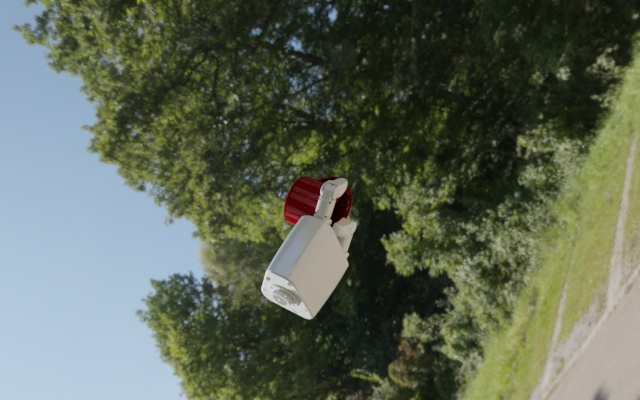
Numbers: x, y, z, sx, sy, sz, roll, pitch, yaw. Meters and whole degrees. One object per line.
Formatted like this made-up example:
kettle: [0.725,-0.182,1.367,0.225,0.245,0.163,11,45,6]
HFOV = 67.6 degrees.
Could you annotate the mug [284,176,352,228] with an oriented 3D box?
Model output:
mug: [0.001,0.001,0.771,0.081,0.117,0.093,22,-34,20]
